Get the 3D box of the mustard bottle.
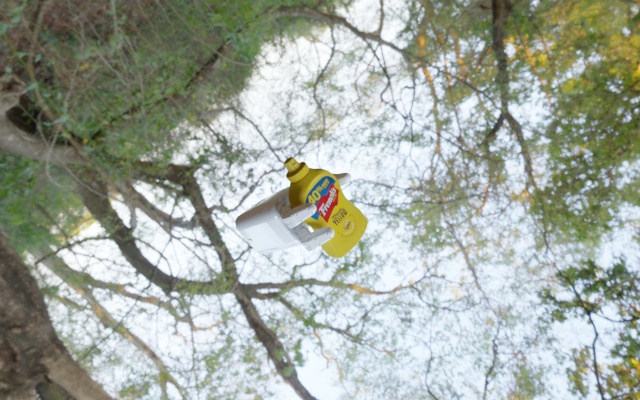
[{"bbox_3d":[0.001,0.003,0.819,0.096,0.192,0.058,-49,26,-23],"label":"mustard bottle"}]
